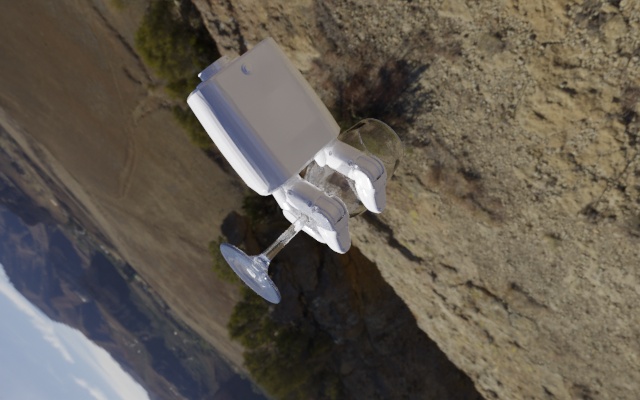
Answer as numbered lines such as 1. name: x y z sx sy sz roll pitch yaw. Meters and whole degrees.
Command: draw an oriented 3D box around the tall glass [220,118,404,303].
1. tall glass: 0.000 0.002 0.468 0.201 0.079 0.079 -45 23 -25
